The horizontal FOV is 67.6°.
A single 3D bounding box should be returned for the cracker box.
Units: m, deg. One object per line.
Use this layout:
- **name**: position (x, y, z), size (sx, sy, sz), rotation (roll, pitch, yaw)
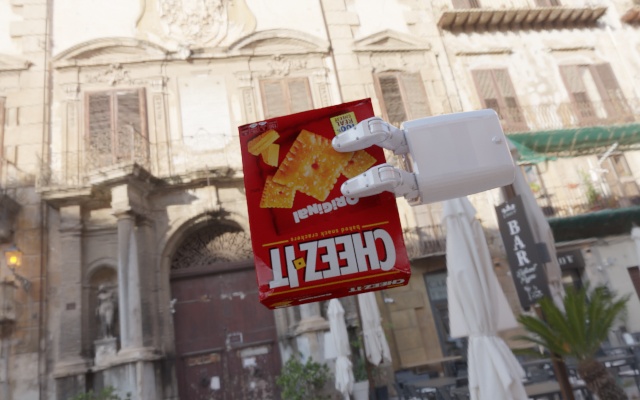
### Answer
- **cracker box**: position (0.000, 0.002, 0.547), size (0.164, 0.213, 0.072), rotation (-11, -20, 2)
